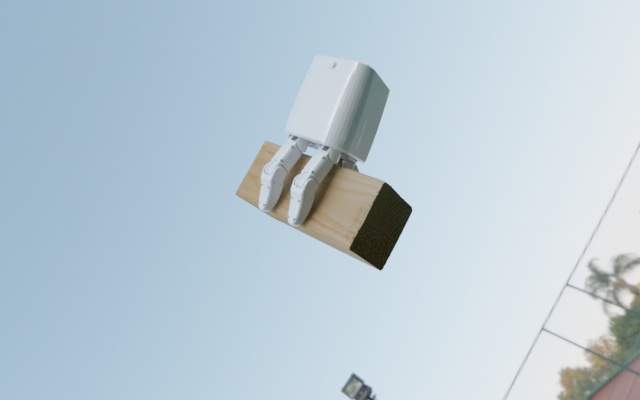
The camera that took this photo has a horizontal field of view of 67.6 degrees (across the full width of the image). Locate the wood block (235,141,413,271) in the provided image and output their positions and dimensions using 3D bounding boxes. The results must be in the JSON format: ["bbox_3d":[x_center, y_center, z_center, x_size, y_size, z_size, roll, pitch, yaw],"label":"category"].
[{"bbox_3d":[0.000,0.002,0.622,0.206,0.090,0.091,23,-8,39],"label":"wood block"}]
